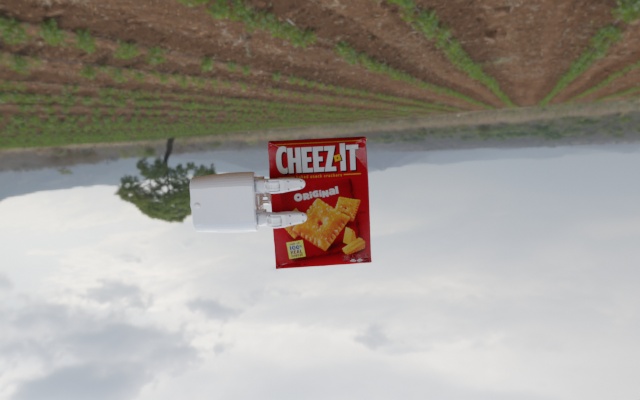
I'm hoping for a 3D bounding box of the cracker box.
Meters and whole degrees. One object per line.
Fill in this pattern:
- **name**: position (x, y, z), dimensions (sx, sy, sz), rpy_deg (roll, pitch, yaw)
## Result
- **cracker box**: position (0.000, 0.003, 0.807), dimensions (0.164, 0.214, 0.072), rpy_deg (-3, 6, 0)
